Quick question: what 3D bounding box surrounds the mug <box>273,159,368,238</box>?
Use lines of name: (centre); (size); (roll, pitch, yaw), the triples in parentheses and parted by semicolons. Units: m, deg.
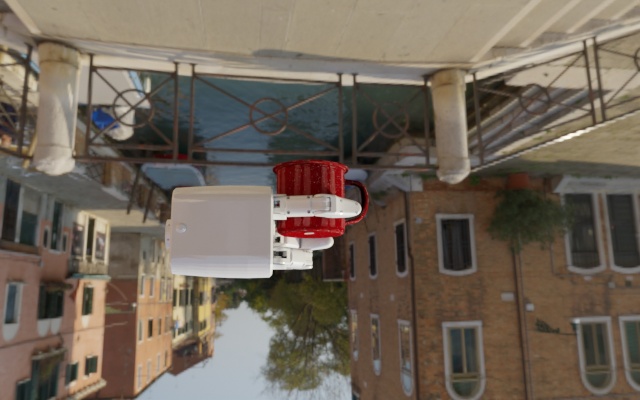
mug: (0.002, 0.002, 0.579); (0.117, 0.081, 0.093); (1, -11, -8)
